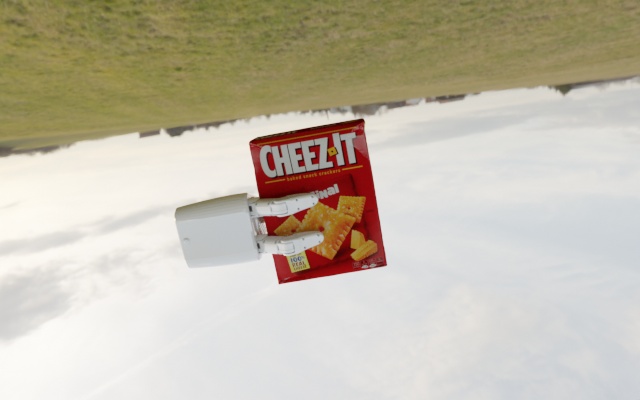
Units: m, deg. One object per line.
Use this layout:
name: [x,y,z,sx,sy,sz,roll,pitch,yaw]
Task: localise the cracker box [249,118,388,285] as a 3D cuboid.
cracker box: [0.000,0.002,0.691,0.164,0.214,0.072,-9,13,5]
